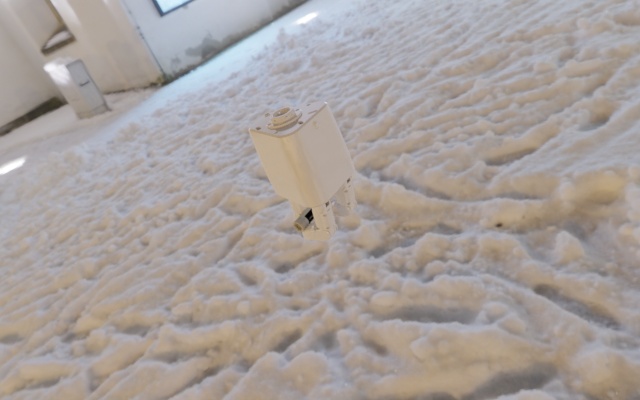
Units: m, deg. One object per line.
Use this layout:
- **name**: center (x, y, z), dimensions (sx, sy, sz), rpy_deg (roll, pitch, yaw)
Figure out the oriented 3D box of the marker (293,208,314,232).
- **marker**: center (0.000, 0.002, 0.713), dimensions (0.020, 0.020, 0.121), rpy_deg (0, 36, 42)
